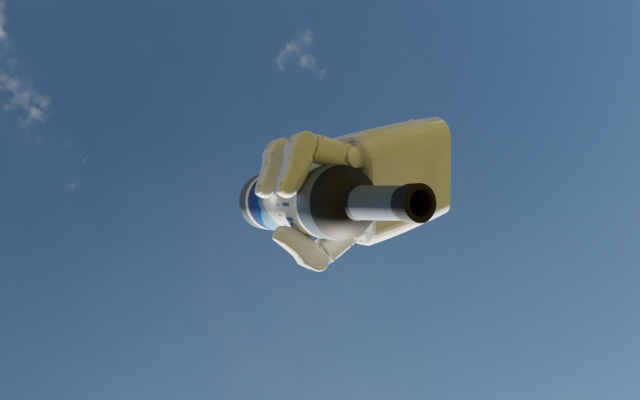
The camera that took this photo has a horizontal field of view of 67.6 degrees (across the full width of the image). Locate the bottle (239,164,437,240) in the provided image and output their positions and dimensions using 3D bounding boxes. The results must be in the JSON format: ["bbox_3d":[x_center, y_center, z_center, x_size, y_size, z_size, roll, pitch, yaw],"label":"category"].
[{"bbox_3d":[0.000,0.002,0.448,0.069,0.069,0.295,0,0,-27],"label":"bottle"}]
